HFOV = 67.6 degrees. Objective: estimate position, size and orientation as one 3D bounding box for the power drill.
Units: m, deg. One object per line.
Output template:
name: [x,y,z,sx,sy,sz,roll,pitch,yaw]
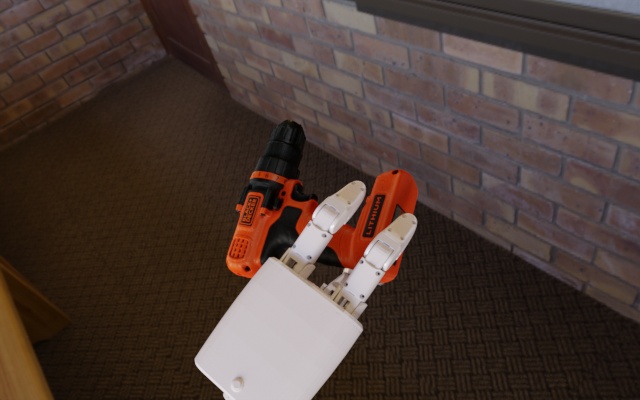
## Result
power drill: [0.000,0.002,0.492,0.187,0.184,0.057,6,-17,35]
